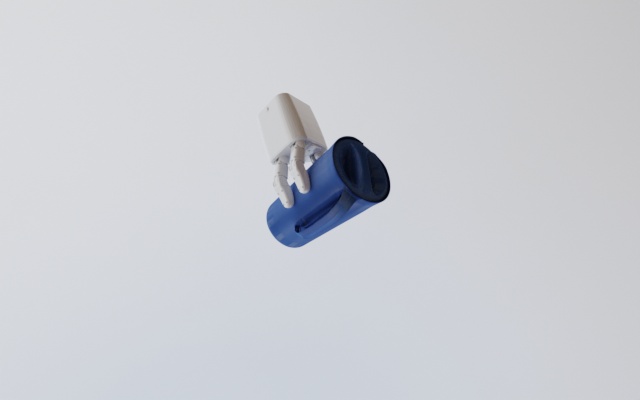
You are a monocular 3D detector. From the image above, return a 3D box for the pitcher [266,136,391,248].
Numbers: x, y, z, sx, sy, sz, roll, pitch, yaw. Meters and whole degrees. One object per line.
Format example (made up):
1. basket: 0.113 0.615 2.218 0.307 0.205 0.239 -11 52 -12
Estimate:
1. pitcher: 0.000 0.003 0.889 0.149 0.145 0.243 -2 -26 -44
